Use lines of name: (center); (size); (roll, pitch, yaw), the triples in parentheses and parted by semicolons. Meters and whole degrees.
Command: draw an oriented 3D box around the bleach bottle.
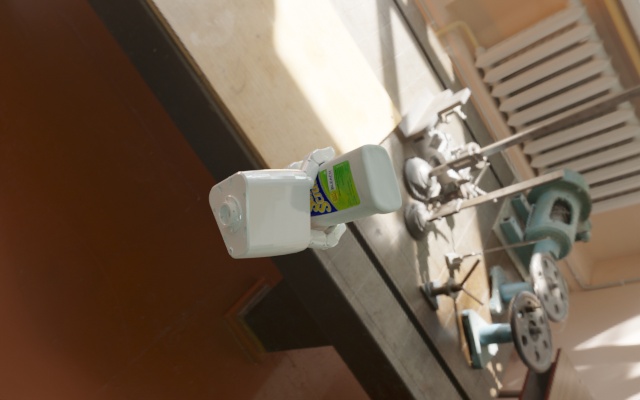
bleach bottle: (0.000, 0.002, 0.728); (0.068, 0.102, 0.251); (-2, -15, -45)
